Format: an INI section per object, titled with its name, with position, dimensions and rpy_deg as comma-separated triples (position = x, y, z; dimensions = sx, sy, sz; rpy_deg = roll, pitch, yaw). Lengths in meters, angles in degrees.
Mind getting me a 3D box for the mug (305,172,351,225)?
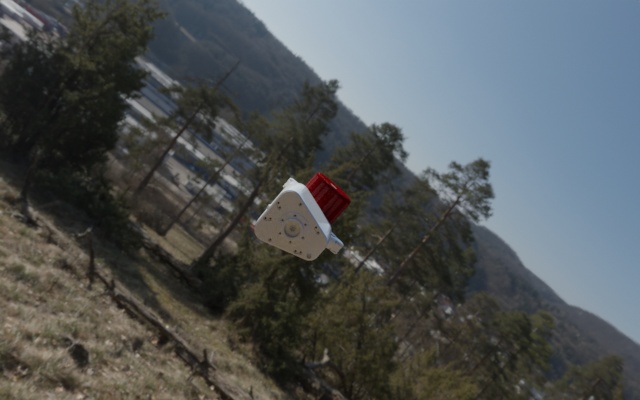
[mug]
position = 0.000, 0.003, 0.871
dimensions = 0.093, 0.081, 0.117
rpy_deg = 41, 7, -3
